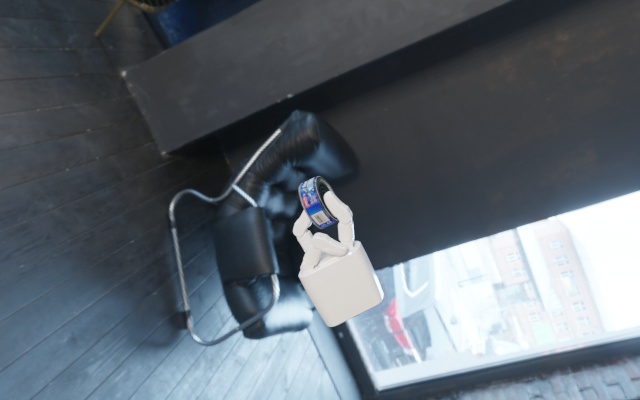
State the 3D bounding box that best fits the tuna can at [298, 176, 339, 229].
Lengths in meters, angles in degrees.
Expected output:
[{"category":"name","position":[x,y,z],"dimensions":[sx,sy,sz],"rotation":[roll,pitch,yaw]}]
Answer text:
[{"category":"tuna can","position":[0.001,0.002,0.811],"dimensions":[0.034,0.086,0.086],"rotation":[-26,-10,20]}]
